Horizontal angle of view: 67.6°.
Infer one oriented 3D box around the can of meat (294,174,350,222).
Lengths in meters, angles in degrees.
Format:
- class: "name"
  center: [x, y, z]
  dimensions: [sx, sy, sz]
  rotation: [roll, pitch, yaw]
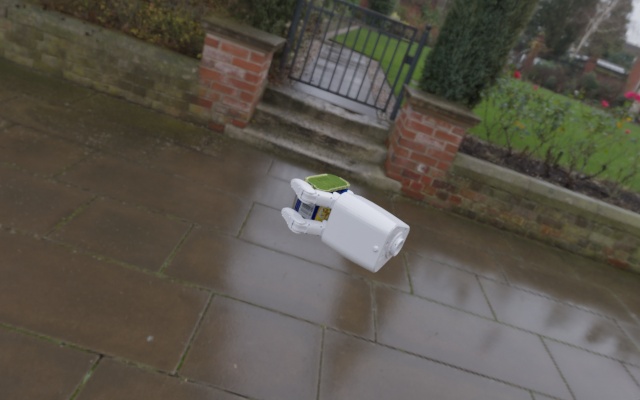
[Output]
- class: "can of meat"
  center: [0.000, 0.002, 0.846]
  dimensions: [0.057, 0.084, 0.102]
  rotation: [32, 25, 26]
